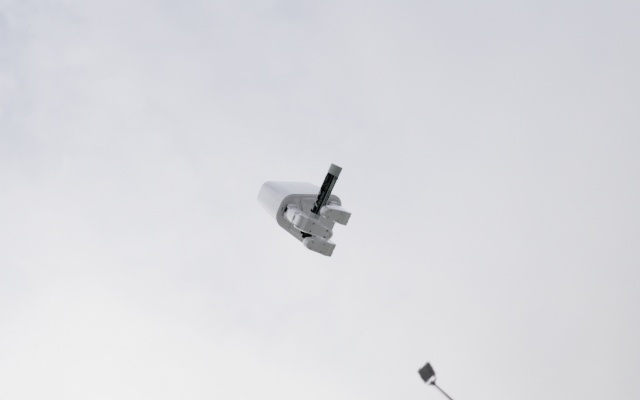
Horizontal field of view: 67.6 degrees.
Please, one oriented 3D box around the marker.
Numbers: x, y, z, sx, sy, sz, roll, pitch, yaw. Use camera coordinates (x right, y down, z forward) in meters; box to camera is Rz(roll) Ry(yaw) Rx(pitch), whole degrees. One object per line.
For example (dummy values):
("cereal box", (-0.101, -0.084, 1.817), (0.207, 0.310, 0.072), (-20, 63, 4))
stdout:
("marker", (0.000, 0.002, 0.719), (0.020, 0.121, 0.020), (24, 5, -2))
